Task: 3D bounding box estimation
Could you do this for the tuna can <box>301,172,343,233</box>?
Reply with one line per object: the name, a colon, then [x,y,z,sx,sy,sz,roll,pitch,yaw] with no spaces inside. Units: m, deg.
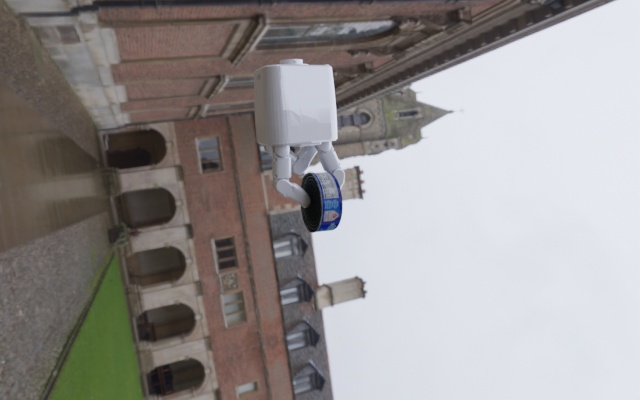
tuna can: [0.001,0.002,0.684,0.034,0.086,0.086,-4,1,-21]
